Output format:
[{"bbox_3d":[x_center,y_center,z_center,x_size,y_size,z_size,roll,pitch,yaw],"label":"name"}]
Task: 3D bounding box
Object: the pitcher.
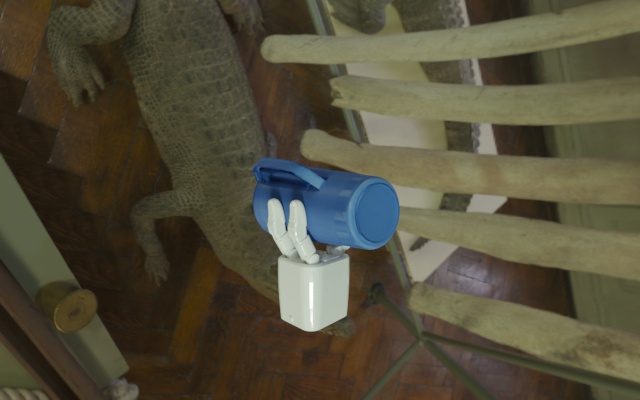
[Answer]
[{"bbox_3d":[0.000,0.003,0.774,0.149,0.145,0.243,-6,8,-39],"label":"pitcher"}]
